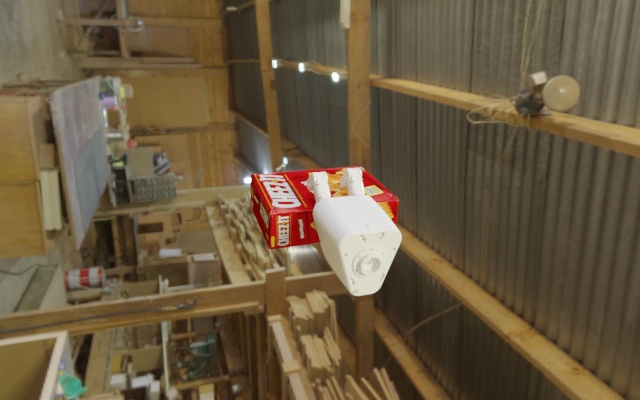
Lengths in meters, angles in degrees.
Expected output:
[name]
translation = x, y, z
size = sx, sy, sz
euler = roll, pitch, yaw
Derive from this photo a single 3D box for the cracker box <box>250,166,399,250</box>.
[cracker box]
translation = 0.000, 0.003, 0.810
size = 0.213, 0.072, 0.164
euler = -5, 26, -17
